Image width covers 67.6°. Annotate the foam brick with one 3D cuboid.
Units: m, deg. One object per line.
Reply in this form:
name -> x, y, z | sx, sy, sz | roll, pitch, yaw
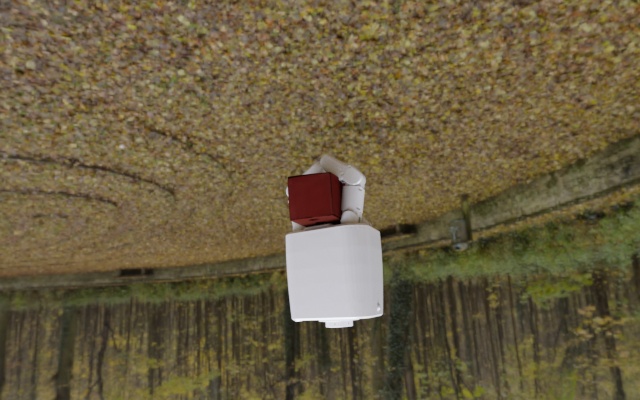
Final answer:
foam brick -> 0.000, 0.002, 0.563 | 0.053, 0.051, 0.078 | -7, -13, 18
